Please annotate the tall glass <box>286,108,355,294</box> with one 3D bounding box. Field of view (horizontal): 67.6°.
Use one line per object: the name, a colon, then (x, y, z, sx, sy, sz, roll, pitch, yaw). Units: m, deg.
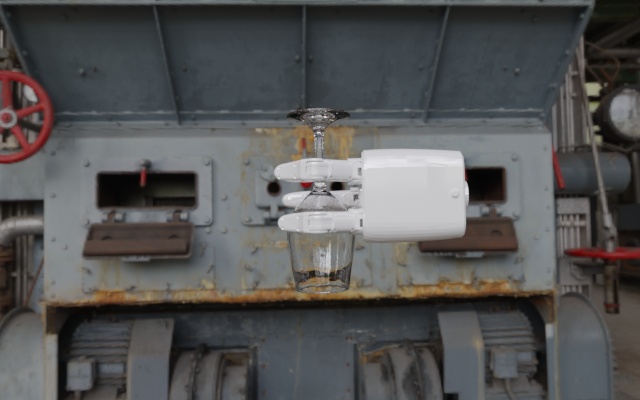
tall glass: (0.000, 0.001, 0.547, 0.079, 0.201, 0.079, -1, -2, 0)
